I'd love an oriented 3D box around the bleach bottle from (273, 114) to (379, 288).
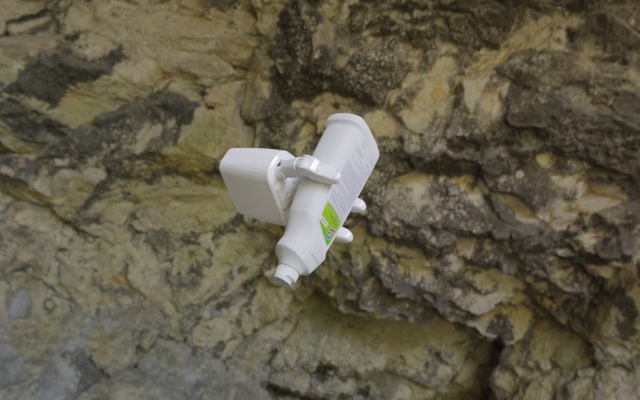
[{"bbox_3d":[0.000,0.002,0.669,0.068,0.250,0.103,8,-32,36],"label":"bleach bottle"}]
